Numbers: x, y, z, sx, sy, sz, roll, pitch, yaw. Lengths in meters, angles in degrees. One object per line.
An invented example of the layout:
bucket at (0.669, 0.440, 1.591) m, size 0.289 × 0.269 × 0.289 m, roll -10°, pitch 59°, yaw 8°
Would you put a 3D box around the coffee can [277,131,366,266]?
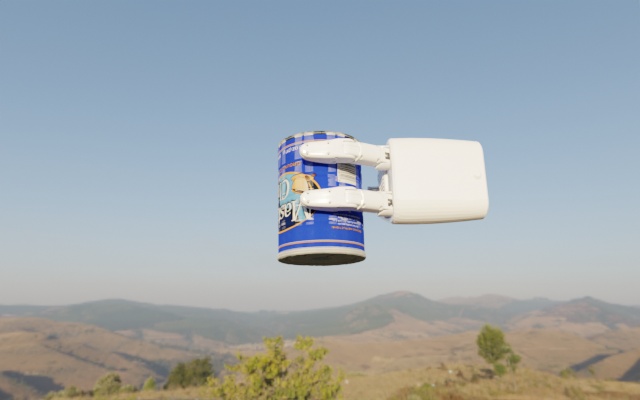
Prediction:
coffee can at (0.000, 0.002, 0.570) m, size 0.103 × 0.140 × 0.103 m, roll -1°, pitch -15°, yaw 0°
